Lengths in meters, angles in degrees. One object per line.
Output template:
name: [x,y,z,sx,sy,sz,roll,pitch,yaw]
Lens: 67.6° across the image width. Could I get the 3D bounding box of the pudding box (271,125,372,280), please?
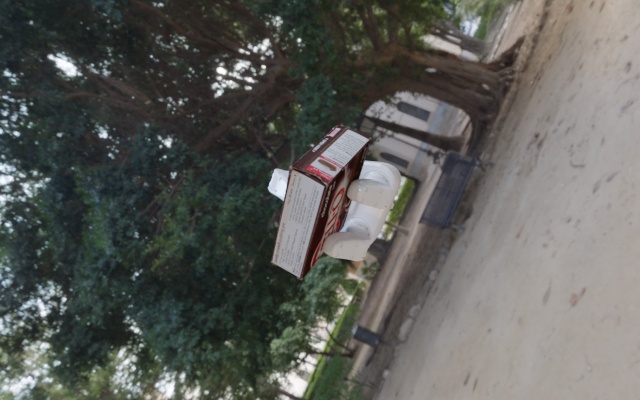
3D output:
pudding box: [0.000,0.001,0.424,0.039,0.114,0.090,24,40,14]
